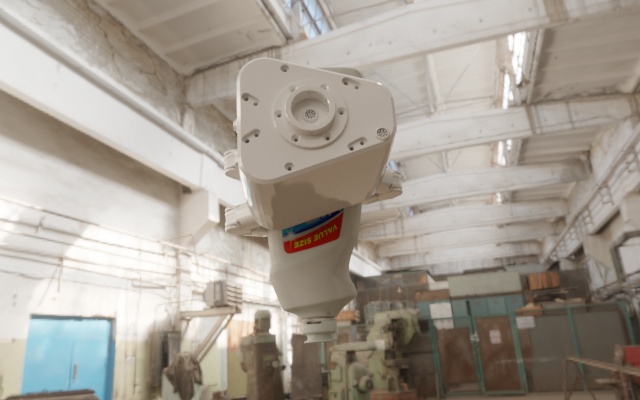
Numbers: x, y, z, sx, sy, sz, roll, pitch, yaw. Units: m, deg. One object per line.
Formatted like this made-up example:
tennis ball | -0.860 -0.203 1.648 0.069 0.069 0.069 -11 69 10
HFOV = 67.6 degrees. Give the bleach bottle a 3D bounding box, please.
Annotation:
bleach bottle | 0.000 0.001 0.446 0.102 0.250 0.068 -3 -17 -3
